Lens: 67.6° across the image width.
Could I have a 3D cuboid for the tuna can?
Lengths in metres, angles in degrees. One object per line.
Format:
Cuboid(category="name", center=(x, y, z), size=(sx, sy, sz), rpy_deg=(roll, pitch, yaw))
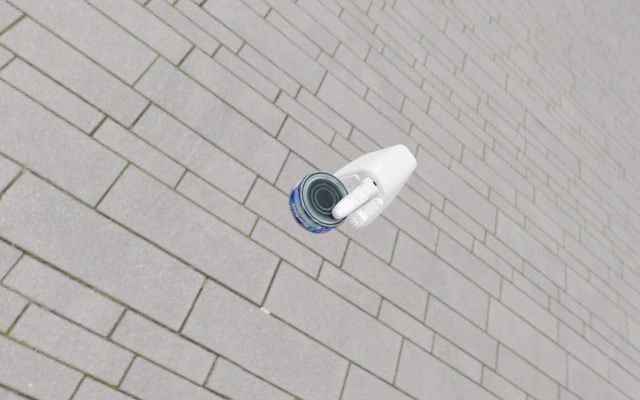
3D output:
Cuboid(category="tuna can", center=(0.000, 0.002, 0.679), size=(0.086, 0.086, 0.034), rpy_deg=(0, -19, -32))
